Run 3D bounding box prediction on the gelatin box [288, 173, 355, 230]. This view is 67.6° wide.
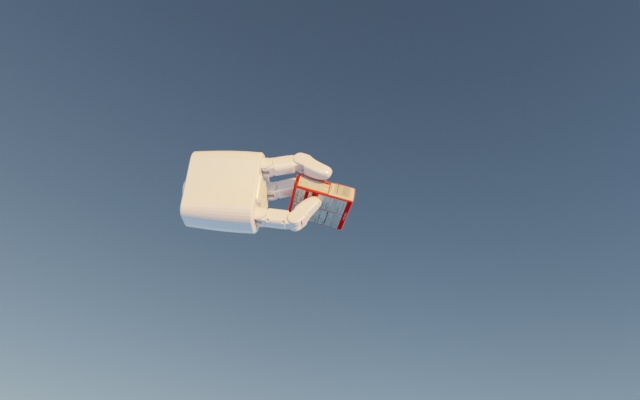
[{"bbox_3d":[0.000,0.003,0.715,0.089,0.030,0.073,15,-40,-2],"label":"gelatin box"}]
